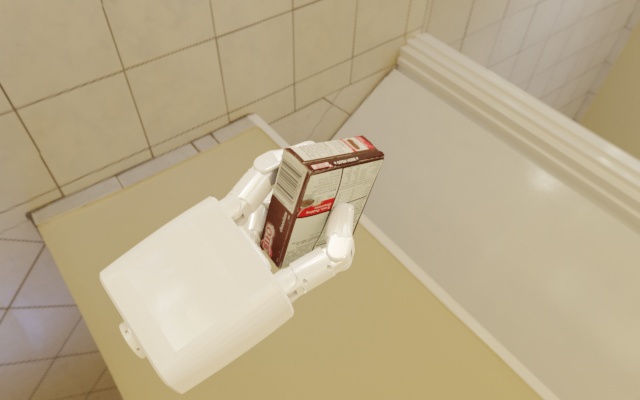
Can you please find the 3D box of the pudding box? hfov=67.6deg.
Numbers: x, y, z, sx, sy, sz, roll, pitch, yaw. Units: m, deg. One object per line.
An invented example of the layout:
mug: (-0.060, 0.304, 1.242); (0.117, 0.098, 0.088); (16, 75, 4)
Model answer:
pudding box: (0.000, 0.002, 0.431); (0.090, 0.114, 0.039); (-16, 49, -38)
